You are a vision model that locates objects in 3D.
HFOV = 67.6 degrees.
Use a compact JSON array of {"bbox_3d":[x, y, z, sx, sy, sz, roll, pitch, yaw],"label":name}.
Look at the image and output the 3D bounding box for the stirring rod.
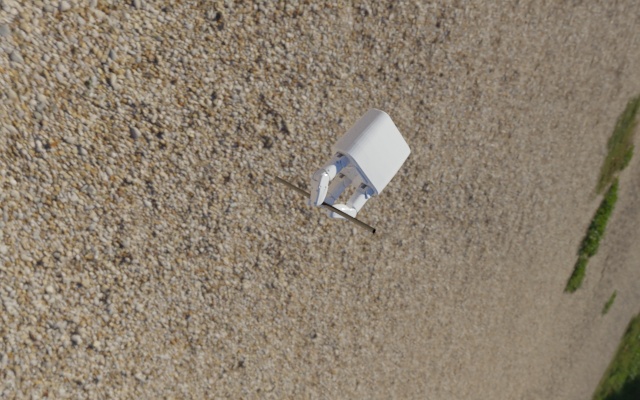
[{"bbox_3d":[0.000,0.003,0.802,0.011,0.011,0.239,0,21,-47],"label":"stirring rod"}]
